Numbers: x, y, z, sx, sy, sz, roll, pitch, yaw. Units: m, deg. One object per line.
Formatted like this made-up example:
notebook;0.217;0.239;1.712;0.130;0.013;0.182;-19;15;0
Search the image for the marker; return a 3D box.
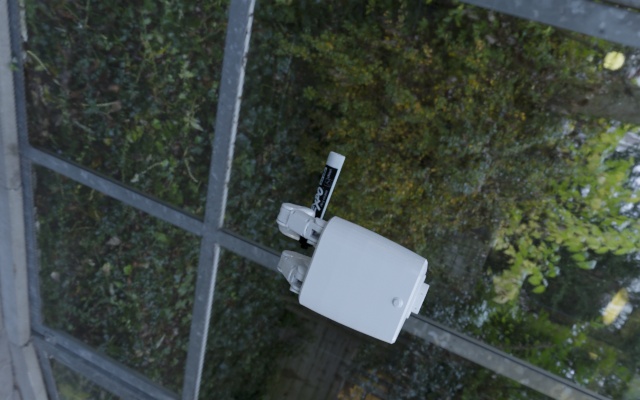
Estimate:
marker;0.000;0.002;0.568;0.020;0.121;0.020;19;10;-3
